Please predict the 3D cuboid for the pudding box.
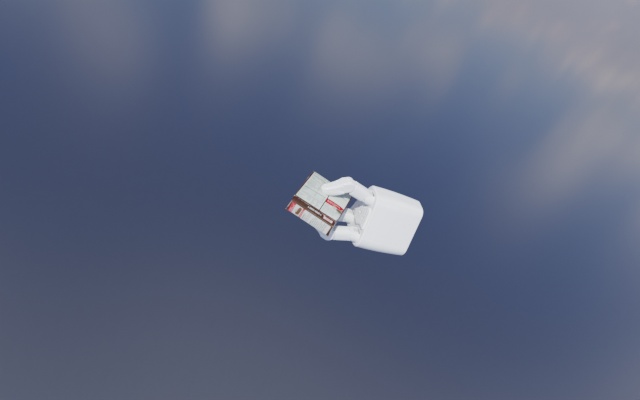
[{"bbox_3d":[0.000,0.003,0.863,0.090,0.039,0.113,32,30,2],"label":"pudding box"}]
